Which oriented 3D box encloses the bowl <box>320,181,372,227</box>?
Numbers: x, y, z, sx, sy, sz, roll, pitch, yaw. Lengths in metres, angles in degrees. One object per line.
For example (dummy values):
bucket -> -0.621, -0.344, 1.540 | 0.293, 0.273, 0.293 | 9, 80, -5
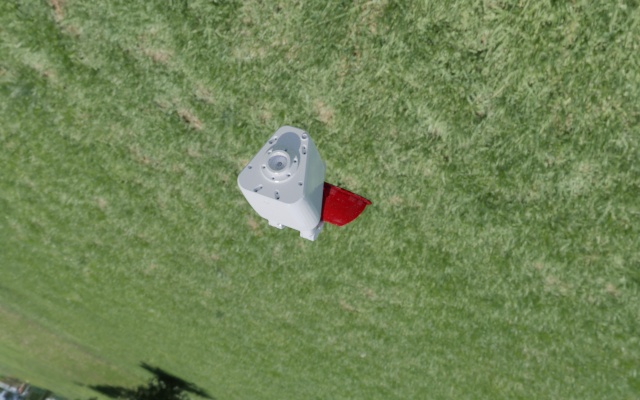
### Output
bowl -> 0.001, 0.003, 0.788 | 0.162, 0.055, 0.162 | 19, -3, 1
